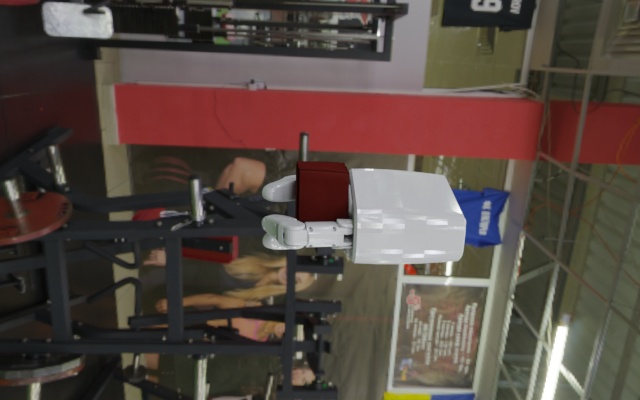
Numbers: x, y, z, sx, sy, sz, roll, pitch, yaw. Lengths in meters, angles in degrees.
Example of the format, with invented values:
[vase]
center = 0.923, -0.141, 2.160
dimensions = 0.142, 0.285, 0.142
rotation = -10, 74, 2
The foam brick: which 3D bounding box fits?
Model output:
[foam brick]
center = 0.000, 0.001, 0.484
dimensions = 0.051, 0.078, 0.053
rotation = 1, 16, -3
